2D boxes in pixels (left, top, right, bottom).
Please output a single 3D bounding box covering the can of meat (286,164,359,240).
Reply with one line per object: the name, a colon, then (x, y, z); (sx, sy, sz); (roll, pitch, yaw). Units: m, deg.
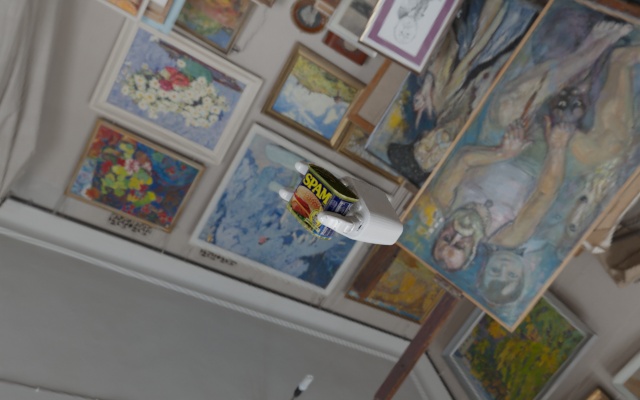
can of meat: (0.000, 0.003, 0.784); (0.057, 0.084, 0.102); (14, 24, -47)
